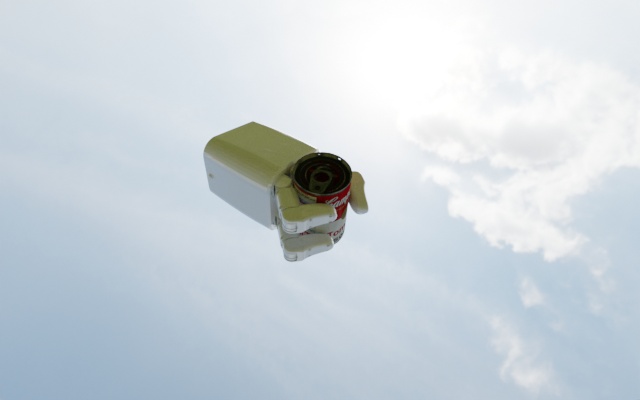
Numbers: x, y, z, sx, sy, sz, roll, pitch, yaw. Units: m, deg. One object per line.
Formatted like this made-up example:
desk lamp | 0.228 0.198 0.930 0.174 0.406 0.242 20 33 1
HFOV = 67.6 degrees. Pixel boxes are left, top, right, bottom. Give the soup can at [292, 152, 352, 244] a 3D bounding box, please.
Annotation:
soup can | 0.001 0.002 0.575 0.068 0.068 0.102 0 -42 -3
